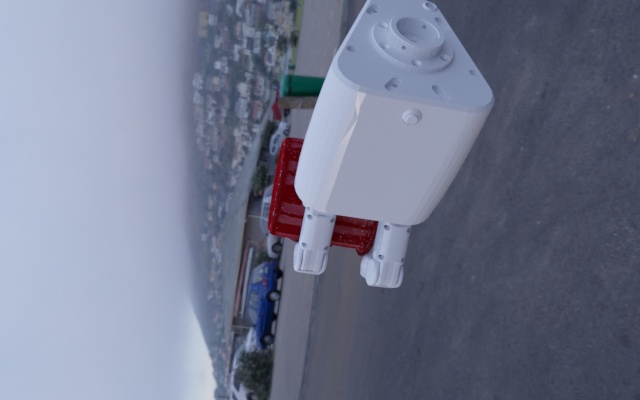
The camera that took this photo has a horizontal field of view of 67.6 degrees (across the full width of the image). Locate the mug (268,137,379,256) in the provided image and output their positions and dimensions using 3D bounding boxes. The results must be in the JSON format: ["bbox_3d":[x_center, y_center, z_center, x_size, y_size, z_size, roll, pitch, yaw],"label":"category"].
[{"bbox_3d":[0.000,0.002,0.404,0.081,0.093,0.117,9,-39,-8],"label":"mug"}]
